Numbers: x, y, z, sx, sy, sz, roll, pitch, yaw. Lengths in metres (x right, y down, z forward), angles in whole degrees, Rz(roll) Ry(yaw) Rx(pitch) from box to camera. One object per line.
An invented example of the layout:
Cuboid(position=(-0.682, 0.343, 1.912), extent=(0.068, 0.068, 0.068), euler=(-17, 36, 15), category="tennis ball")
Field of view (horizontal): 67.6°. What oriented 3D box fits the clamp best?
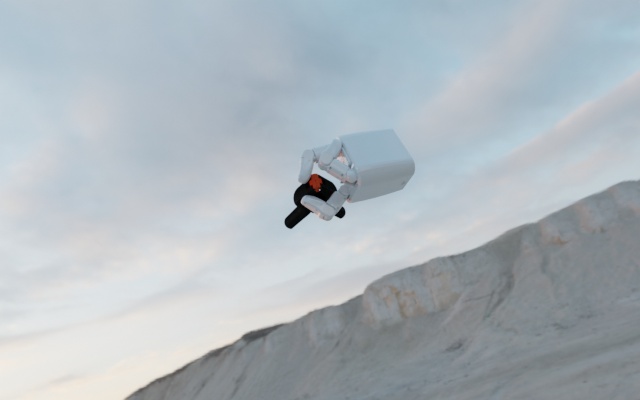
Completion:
Cuboid(position=(0.000, 0.002, 0.870), extent=(0.120, 0.039, 0.171), euler=(-13, -22, -17), category="clamp")
